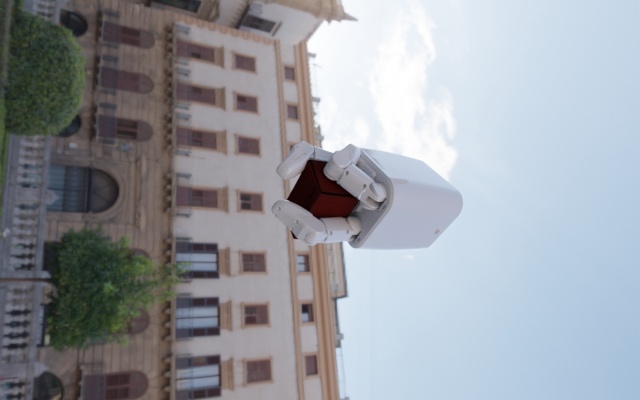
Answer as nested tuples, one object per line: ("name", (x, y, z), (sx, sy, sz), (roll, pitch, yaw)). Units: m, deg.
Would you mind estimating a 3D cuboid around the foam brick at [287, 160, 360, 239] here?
("foam brick", (0.000, 0.002, 0.531), (0.051, 0.053, 0.078), (6, -44, -29))
